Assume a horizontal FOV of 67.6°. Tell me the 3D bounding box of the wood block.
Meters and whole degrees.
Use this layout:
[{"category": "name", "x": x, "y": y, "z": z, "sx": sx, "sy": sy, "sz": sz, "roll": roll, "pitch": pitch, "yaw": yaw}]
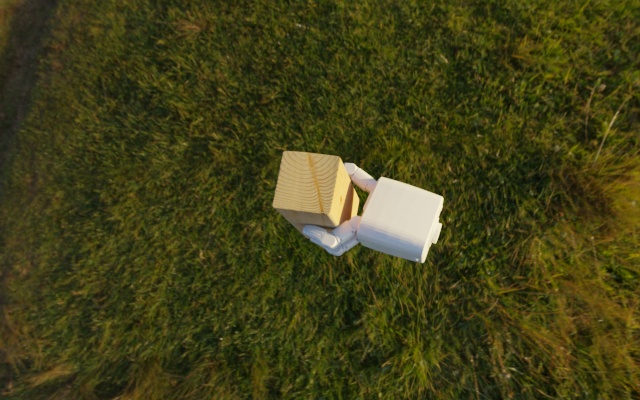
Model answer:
[{"category": "wood block", "x": 0.001, "y": 0.002, "z": 0.783, "sx": 0.090, "sy": 0.090, "sz": 0.206, "roll": 7, "pitch": -16, "yaw": 14}]
